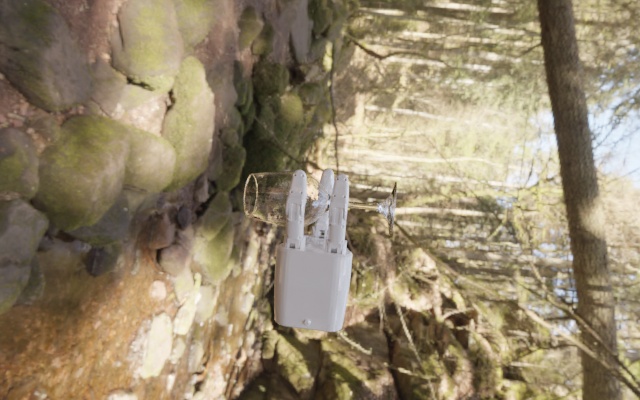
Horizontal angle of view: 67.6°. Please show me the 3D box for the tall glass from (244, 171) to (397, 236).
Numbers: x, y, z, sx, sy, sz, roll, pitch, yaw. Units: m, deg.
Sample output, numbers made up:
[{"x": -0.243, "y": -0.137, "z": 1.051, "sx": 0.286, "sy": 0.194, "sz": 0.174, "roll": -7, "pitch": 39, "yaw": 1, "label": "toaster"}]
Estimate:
[{"x": 0.001, "y": 0.002, "z": 0.654, "sx": 0.201, "sy": 0.079, "sz": 0.079, "roll": 6, "pitch": 1, "yaw": 6, "label": "tall glass"}]
